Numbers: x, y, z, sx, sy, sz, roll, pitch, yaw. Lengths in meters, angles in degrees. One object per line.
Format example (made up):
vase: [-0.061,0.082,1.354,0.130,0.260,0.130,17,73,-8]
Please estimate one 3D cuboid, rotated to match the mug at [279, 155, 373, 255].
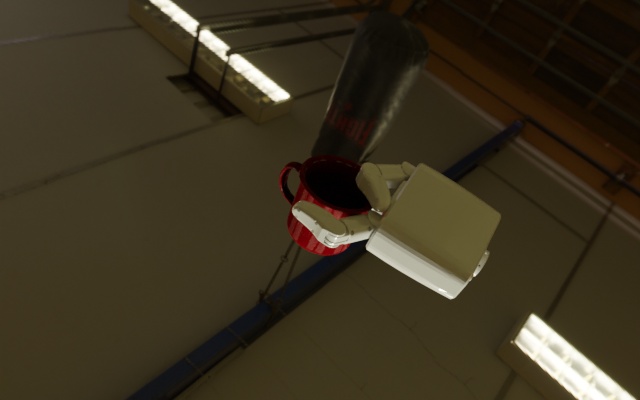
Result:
mug: [-0.001,0.001,0.548,0.117,0.081,0.093,33,41,12]
